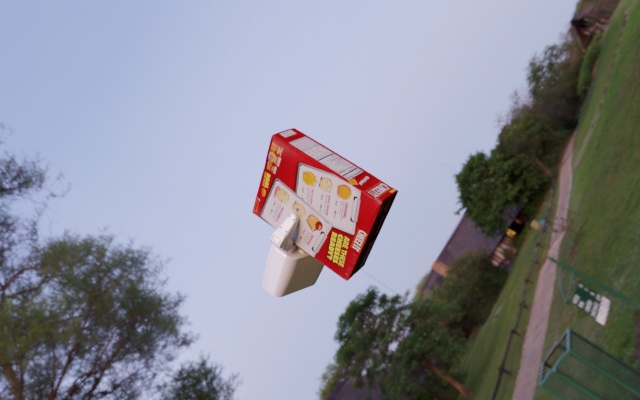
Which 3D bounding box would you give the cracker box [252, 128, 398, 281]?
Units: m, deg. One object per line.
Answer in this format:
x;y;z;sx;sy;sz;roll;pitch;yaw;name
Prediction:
0.000;0.003;0.789;0.213;0.164;0.072;33;36;20;cracker box
